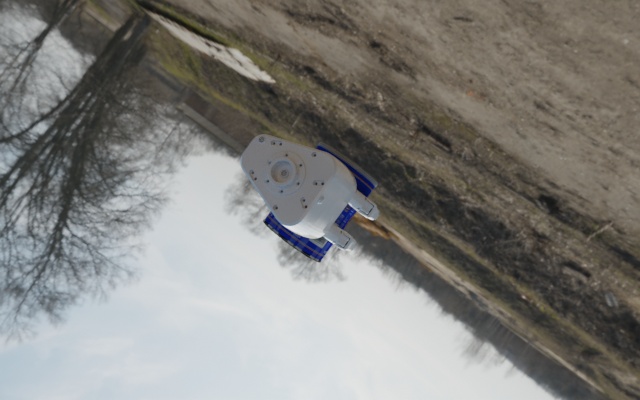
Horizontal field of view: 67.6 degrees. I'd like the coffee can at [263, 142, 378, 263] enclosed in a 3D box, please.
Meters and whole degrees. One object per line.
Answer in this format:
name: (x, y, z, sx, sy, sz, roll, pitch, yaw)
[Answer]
coffee can: (0.000, 0.002, 0.683, 0.103, 0.140, 0.103, 36, 0, 0)
